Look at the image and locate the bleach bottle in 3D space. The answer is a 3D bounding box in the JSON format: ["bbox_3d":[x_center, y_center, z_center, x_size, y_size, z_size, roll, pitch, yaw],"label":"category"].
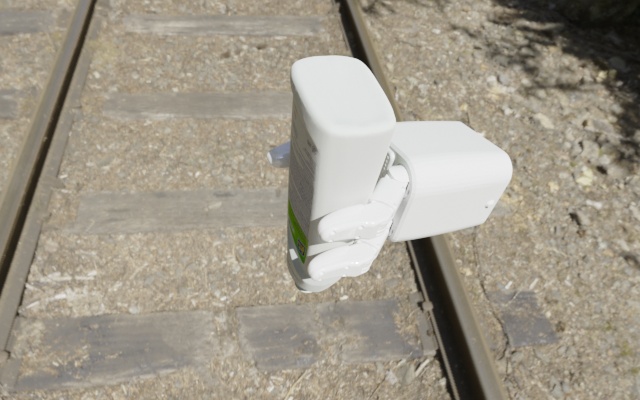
[{"bbox_3d":[0.000,0.002,0.448,0.068,0.102,0.251,-7,-40,-17],"label":"bleach bottle"}]
